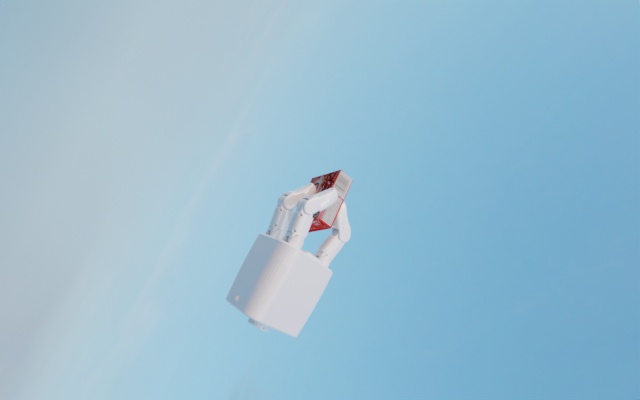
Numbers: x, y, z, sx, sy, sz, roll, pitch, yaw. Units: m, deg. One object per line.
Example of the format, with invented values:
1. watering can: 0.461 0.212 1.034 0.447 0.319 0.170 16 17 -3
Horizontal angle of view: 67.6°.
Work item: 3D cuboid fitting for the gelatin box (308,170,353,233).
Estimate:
1. gelatin box: 0.001 0.002 0.698 0.030 0.089 0.073 38 -27 -25
